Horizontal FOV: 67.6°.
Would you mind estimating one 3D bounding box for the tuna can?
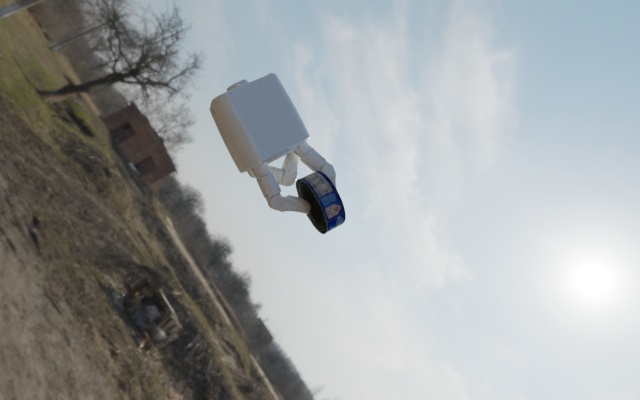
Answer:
[{"bbox_3d":[0.001,0.002,0.675,0.034,0.086,0.086,-27,8,-16],"label":"tuna can"}]
